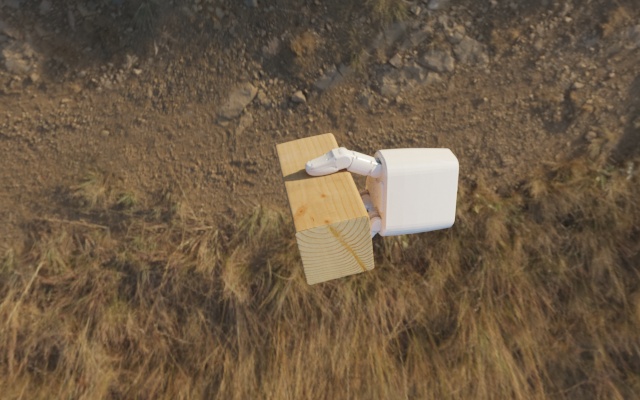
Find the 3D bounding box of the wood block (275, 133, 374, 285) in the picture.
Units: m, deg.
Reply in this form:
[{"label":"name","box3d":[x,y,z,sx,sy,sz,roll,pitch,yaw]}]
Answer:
[{"label":"wood block","box3d":[0.000,0.002,0.653,0.090,0.091,0.206,-13,37,-4]}]
